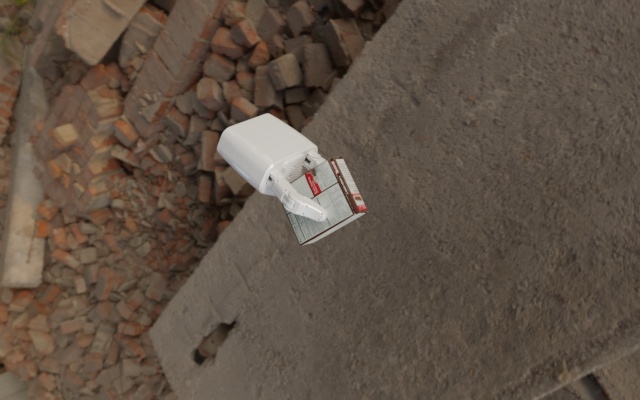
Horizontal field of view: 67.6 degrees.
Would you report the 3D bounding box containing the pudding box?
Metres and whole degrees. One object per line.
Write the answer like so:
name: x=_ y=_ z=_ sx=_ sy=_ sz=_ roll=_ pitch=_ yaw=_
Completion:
pudding box: x=0.000 y=0.002 z=0.682 sx=0.113 sy=0.090 sz=0.039 roll=-32 pitch=-11 yaw=36
